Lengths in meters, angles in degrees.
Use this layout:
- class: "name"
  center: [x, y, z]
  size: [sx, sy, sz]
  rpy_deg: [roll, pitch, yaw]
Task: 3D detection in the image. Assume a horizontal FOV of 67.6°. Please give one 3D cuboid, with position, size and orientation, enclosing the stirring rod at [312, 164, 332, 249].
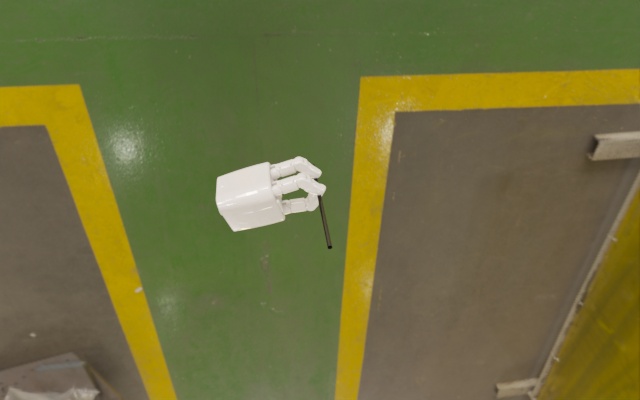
- class: "stirring rod"
  center: [0.000, 0.003, 0.878]
  size: [0.011, 0.011, 0.239]
  rpy_deg: [0, 38, -9]
